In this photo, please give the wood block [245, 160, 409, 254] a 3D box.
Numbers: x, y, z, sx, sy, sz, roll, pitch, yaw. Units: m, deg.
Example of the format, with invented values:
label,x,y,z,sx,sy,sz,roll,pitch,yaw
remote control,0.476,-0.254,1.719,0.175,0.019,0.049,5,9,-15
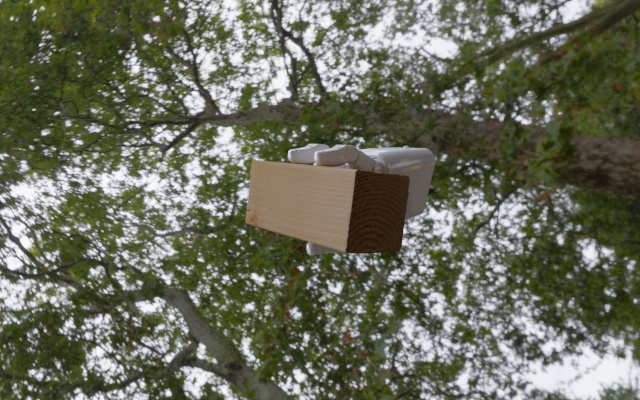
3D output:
label,x,y,z,sx,sy,sz,roll,pitch,yaw
wood block,0.000,0.002,0.601,0.090,0.091,0.206,3,4,-40
